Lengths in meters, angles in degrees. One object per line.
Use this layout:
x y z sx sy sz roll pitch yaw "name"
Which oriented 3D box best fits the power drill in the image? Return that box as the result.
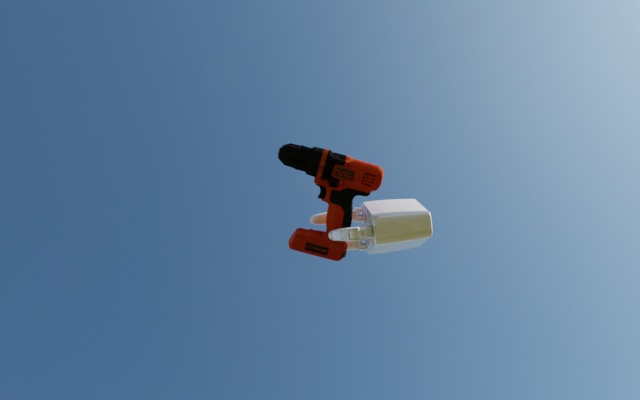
0.000 0.003 0.838 0.184 0.188 0.057 16 20 1 "power drill"
